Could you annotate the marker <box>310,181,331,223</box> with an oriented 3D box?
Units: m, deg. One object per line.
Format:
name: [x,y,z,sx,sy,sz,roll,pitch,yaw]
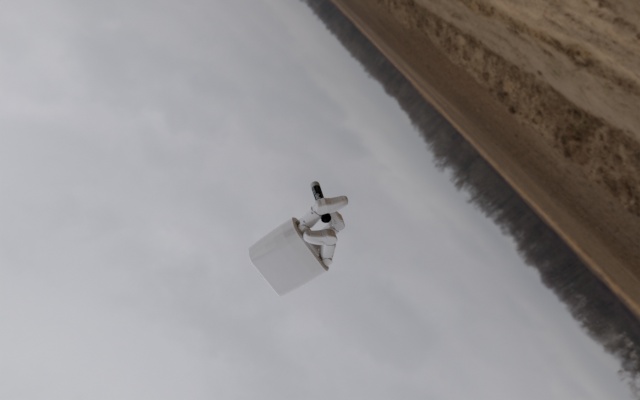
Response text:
marker: [0.000,0.003,0.883,0.020,0.020,0.121,0,33,-13]
